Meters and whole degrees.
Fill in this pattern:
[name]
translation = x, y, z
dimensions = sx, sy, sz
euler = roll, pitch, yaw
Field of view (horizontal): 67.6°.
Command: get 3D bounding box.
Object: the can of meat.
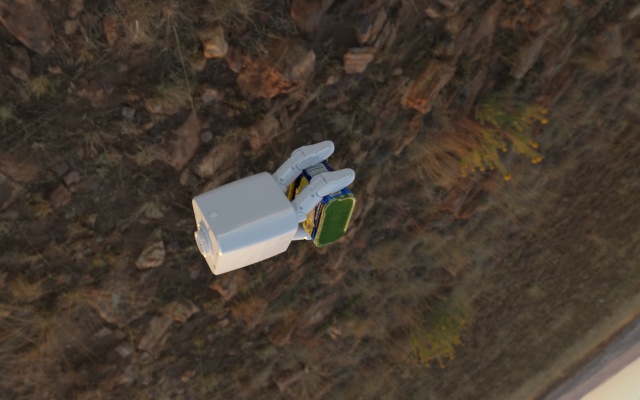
[can of meat]
translation = 0.000, 0.002, 0.668
dimensions = 0.057, 0.102, 0.084
euler = -17, 52, -28
